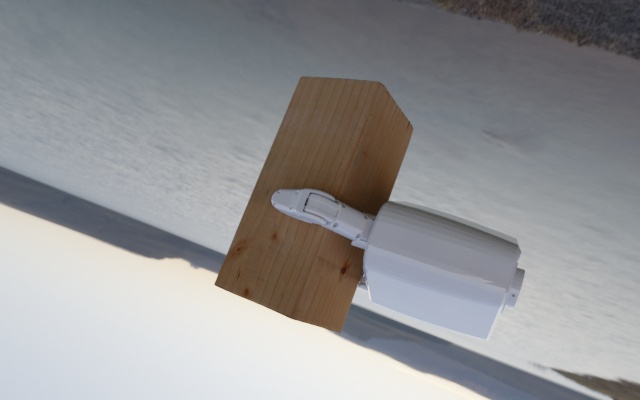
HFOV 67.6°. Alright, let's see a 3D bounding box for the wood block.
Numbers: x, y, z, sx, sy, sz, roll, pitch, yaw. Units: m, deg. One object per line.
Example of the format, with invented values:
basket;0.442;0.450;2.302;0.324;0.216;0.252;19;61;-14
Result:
wood block;0.000;0.002;0.436;0.090;0.206;0.091;14;-13;34
